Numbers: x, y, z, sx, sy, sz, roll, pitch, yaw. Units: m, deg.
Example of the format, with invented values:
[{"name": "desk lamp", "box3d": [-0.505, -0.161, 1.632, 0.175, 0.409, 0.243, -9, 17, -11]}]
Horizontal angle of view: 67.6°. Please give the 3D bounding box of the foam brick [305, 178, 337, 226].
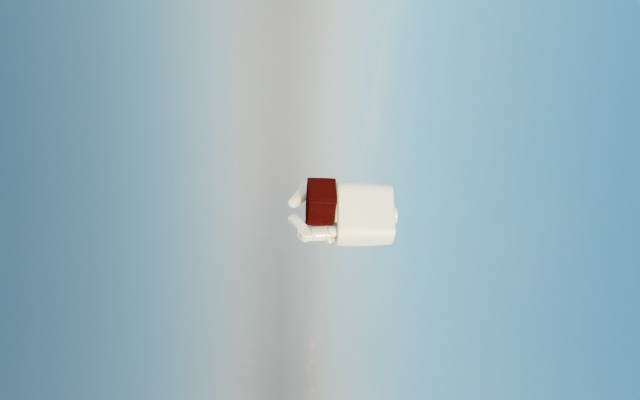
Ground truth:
[{"name": "foam brick", "box3d": [0.000, 0.003, 0.845, 0.051, 0.053, 0.078, 2, -35, -3]}]
